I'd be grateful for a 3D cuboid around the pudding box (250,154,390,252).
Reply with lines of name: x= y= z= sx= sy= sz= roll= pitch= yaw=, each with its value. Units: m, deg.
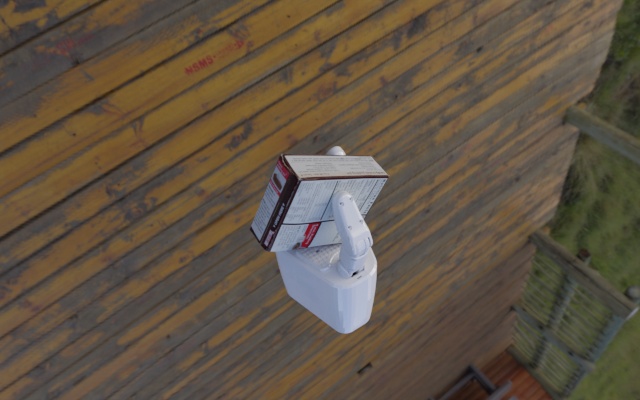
pudding box: x=0.000 y=0.002 z=0.454 sx=0.113 sy=0.090 sz=0.039 roll=-5 pitch=42 yaw=-40
